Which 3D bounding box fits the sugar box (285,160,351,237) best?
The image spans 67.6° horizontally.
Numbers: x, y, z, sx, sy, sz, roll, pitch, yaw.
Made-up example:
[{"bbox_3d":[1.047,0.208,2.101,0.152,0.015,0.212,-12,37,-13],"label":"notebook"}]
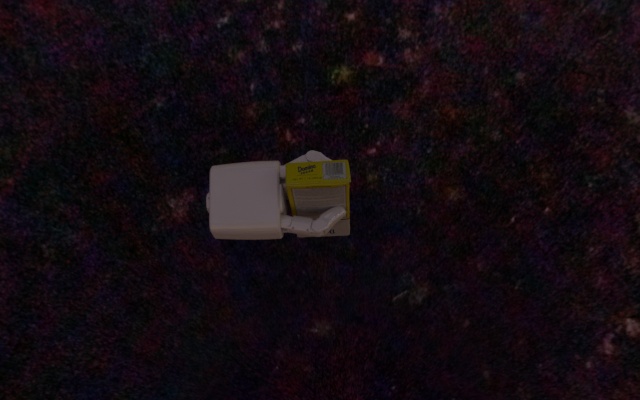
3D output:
[{"bbox_3d":[0.000,0.002,0.752,0.093,0.048,0.176,-2,-27,1],"label":"sugar box"}]
